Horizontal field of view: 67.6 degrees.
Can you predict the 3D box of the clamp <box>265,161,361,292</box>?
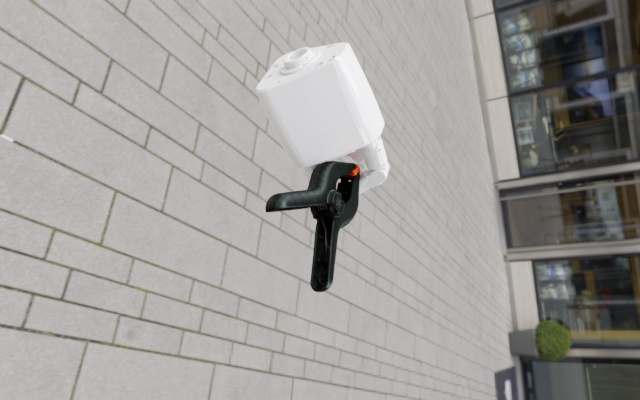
[{"bbox_3d":[0.001,0.002,0.534,0.039,0.120,0.171,-8,39,28],"label":"clamp"}]
